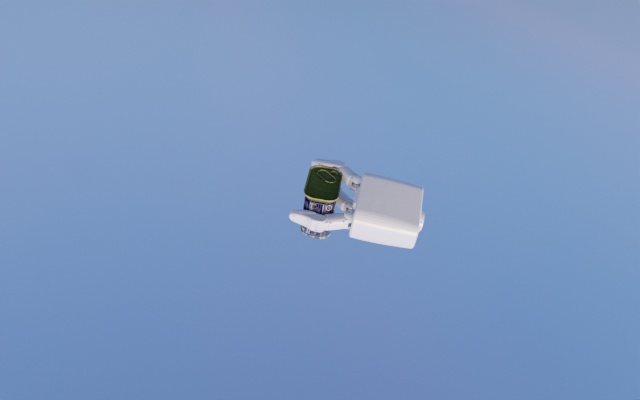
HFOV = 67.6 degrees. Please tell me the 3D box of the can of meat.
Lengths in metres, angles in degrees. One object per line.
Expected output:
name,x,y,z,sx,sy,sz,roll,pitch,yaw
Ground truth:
can of meat,0.000,0.003,0.809,0.057,0.084,0.102,10,36,1
